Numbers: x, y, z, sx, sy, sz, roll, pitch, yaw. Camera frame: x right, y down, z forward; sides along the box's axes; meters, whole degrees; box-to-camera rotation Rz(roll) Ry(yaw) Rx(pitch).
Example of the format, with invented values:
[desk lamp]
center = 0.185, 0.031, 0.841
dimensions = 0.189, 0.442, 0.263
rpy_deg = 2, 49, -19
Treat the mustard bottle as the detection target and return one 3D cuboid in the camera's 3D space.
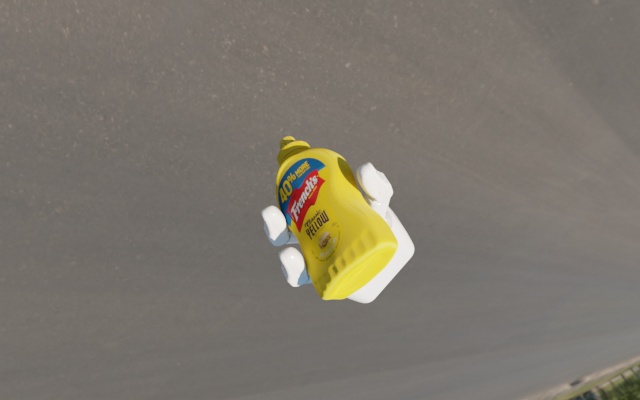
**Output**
[mustard bottle]
center = 0.000, 0.002, 0.508
dimensions = 0.058, 0.191, 0.096
rpy_deg = 8, -47, -44
